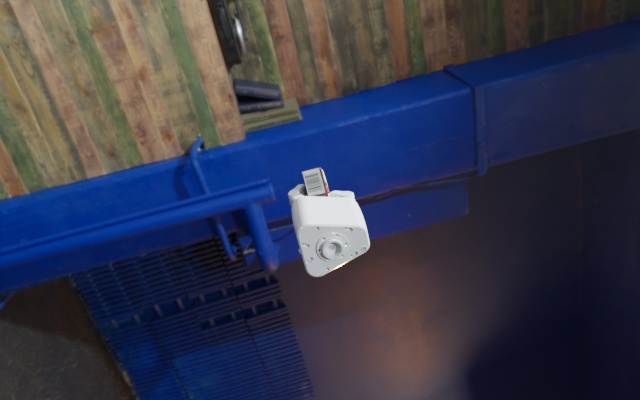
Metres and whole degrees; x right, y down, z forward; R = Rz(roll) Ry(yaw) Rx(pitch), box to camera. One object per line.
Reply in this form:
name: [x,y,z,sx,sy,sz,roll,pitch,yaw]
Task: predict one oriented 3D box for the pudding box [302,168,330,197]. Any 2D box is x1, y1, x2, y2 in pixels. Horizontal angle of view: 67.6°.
pudding box: [0.000,0.003,0.864,0.039,0.113,0.090,-13,-5,2]
